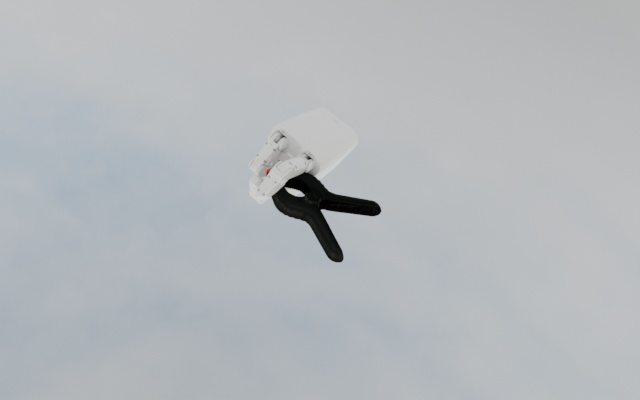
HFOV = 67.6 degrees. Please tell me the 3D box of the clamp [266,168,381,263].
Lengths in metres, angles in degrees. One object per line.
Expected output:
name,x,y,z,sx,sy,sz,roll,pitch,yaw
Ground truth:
clamp,0.000,0.003,0.679,0.171,0.039,0.120,41,47,17
